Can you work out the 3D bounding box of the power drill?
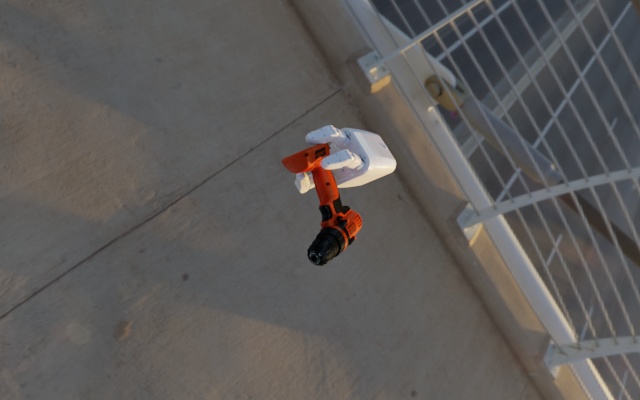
[{"bbox_3d":[0.000,0.002,0.822,0.057,0.188,0.184,-16,10,26],"label":"power drill"}]
